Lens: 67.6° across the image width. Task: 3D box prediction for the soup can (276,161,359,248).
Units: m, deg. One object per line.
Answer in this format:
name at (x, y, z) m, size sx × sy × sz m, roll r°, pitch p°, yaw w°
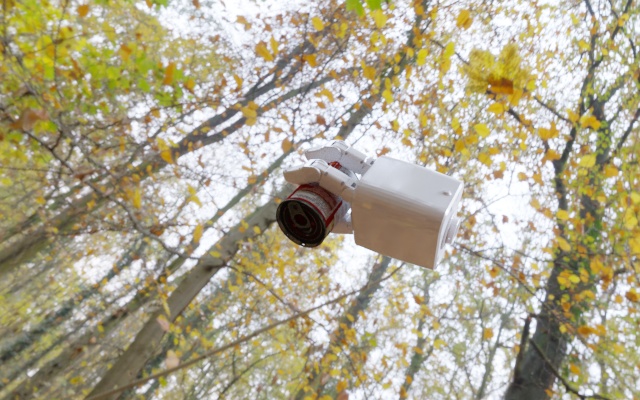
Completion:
soup can at (0.000, 0.002, 0.596) m, size 0.068 × 0.068 × 0.102 m, roll 0°, pitch 31°, yaw 34°
